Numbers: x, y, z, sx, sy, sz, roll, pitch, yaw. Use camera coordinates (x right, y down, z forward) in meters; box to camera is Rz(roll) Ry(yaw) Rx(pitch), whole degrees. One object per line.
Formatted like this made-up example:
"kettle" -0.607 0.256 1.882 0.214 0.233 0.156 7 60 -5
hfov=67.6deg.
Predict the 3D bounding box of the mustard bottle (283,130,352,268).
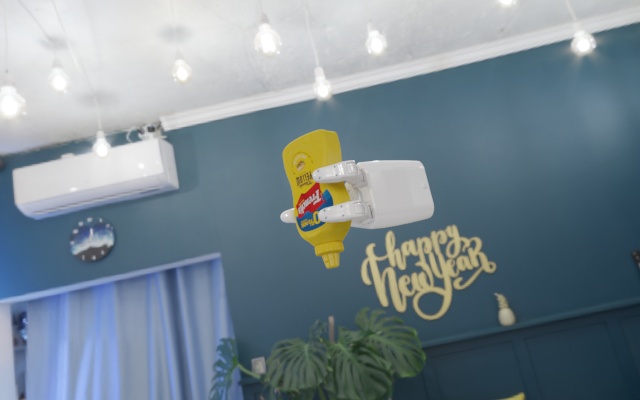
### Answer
"mustard bottle" 0.000 0.002 0.691 0.096 0.191 0.058 -22 -17 41
